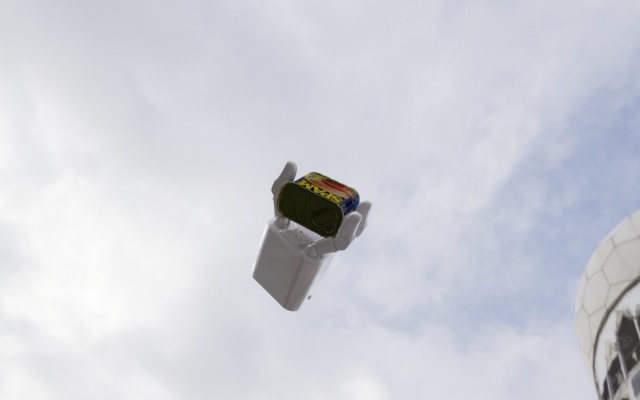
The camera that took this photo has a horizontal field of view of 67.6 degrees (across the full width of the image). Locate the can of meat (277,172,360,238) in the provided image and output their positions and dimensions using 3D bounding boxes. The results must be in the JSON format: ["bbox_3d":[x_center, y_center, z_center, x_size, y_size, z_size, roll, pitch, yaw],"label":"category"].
[{"bbox_3d":[0.000,0.002,0.713,0.102,0.057,0.084,26,26,15],"label":"can of meat"}]
